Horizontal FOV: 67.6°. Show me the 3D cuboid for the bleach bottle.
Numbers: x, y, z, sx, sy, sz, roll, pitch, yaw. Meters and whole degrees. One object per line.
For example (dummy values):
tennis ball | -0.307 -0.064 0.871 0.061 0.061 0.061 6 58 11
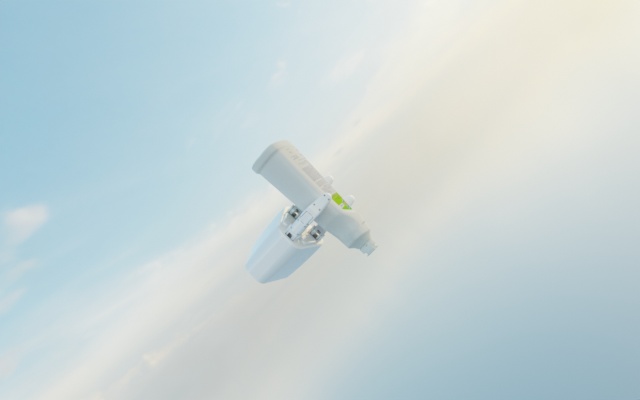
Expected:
bleach bottle | 0.000 0.003 0.837 0.068 0.251 0.102 -47 -4 21
